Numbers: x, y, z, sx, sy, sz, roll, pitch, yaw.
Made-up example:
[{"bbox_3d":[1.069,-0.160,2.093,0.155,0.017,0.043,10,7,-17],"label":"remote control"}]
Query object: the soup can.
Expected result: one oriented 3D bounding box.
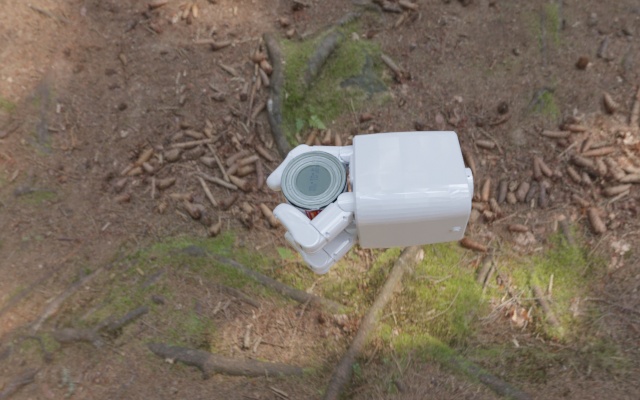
[{"bbox_3d":[0.000,0.001,0.508,0.068,0.068,0.102,0,-27,9],"label":"soup can"}]
